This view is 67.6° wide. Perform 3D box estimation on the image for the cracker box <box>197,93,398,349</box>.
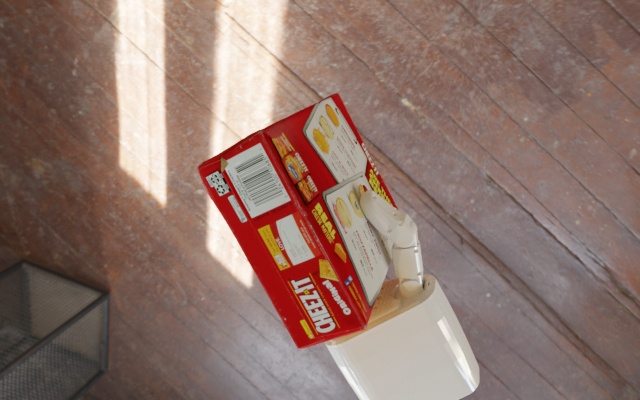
[{"bbox_3d":[0.000,0.001,0.438,0.072,0.164,0.213,-24,10,23],"label":"cracker box"}]
